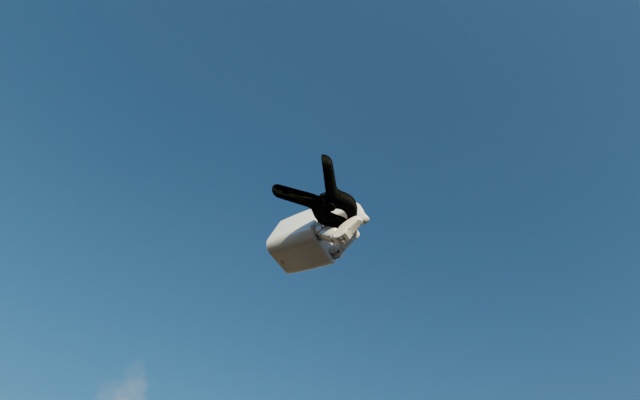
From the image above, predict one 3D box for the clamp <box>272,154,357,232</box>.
[{"bbox_3d":[0.000,0.002,0.834,0.120,0.171,0.039,-19,37,24],"label":"clamp"}]
